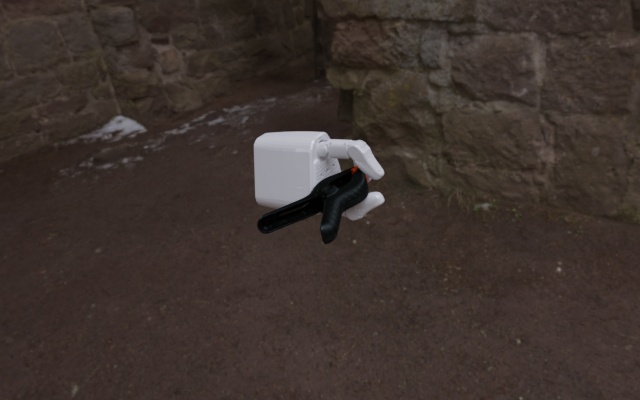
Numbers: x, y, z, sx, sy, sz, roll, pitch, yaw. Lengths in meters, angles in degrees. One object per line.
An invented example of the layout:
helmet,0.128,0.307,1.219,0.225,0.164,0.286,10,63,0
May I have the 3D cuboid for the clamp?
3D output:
clamp,0.000,0.001,0.626,0.120,0.039,0.171,6,30,30
